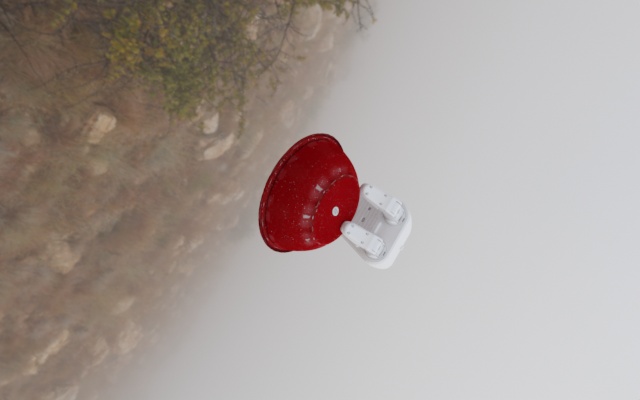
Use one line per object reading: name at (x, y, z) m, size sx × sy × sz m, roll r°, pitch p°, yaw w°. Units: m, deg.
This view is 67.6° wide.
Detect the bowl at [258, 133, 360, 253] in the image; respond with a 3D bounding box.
bowl at (0.000, 0.002, 0.586) m, size 0.055 × 0.162 × 0.162 m, roll 27°, pitch 15°, yaw 33°
